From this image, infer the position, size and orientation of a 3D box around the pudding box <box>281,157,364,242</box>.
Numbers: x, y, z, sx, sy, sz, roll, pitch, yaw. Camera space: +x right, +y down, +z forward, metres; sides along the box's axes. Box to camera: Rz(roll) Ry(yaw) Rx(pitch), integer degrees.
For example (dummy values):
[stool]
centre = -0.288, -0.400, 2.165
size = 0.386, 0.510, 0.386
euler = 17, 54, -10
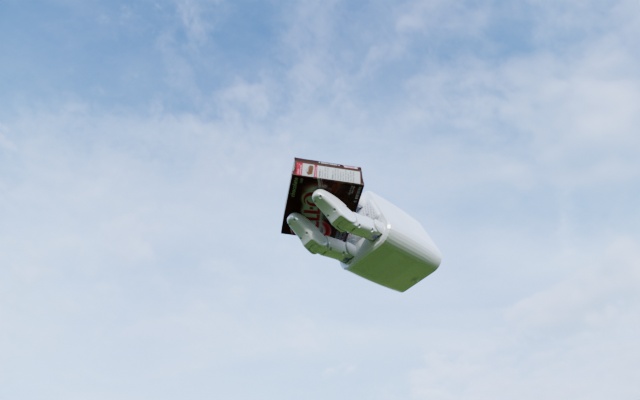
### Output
[pudding box]
centre = 0.000, 0.002, 0.617
size = 0.090, 0.114, 0.039
euler = 7, 43, -7
